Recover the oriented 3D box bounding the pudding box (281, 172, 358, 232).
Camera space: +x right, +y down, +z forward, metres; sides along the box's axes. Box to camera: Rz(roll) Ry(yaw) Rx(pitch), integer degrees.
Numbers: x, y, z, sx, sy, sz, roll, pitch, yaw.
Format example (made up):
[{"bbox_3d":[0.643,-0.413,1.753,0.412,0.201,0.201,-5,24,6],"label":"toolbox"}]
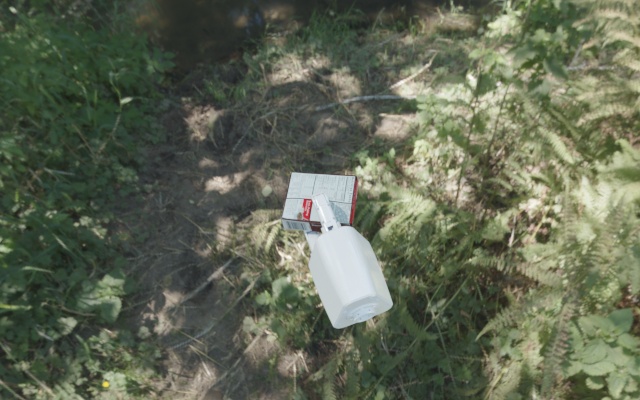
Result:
[{"bbox_3d":[0.000,0.002,0.760,0.113,0.090,0.039,5,-28,10],"label":"pudding box"}]
